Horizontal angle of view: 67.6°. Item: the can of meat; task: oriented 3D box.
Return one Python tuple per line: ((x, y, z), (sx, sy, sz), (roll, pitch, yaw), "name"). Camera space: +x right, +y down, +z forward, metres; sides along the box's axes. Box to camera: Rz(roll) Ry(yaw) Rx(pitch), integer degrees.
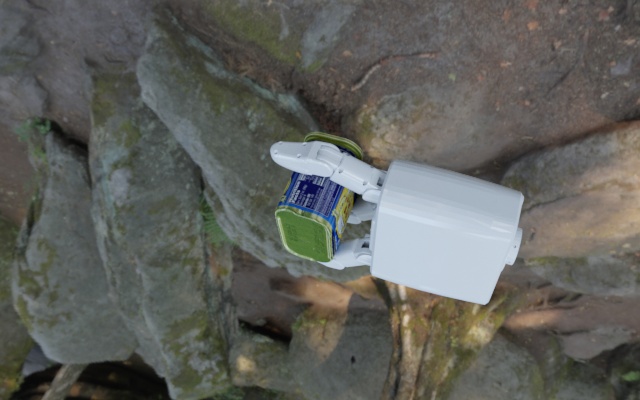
((0.000, 0.002, 0.448), (0.057, 0.084, 0.102), (16, -27, 12), "can of meat")
